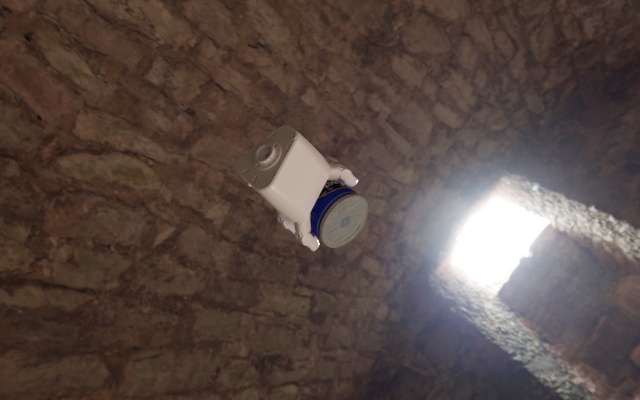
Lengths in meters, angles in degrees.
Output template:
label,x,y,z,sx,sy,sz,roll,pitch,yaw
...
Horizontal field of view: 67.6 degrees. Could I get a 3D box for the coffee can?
label,x,y,z,sx,sy,sz,roll,pitch,yaw
coffee can,0.000,0.003,0.840,0.103,0.103,0.140,0,29,-44
